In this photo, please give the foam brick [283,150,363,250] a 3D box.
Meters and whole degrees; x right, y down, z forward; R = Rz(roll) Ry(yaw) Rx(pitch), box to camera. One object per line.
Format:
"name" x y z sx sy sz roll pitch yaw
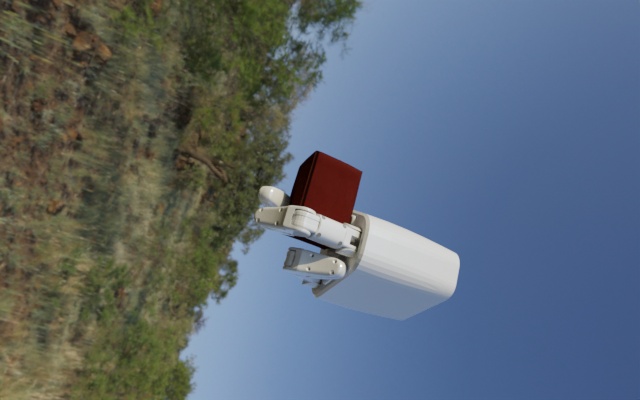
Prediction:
"foam brick" 0.000 0.001 0.466 0.051 0.078 0.053 21 -18 -16
